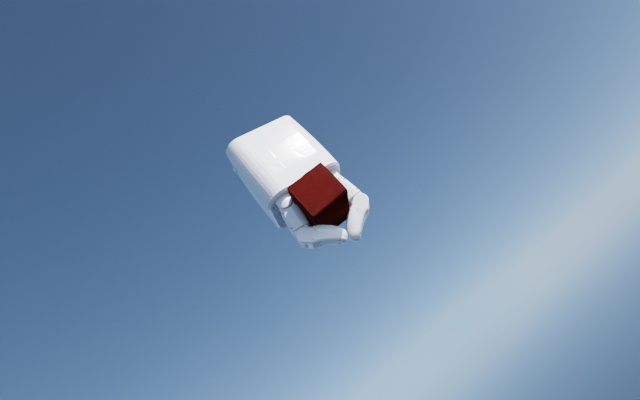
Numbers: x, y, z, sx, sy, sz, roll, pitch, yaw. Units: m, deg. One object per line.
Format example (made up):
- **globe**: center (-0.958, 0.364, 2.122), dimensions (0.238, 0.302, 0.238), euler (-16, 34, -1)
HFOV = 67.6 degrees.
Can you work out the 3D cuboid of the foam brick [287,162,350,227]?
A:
- **foam brick**: center (0.000, 0.002, 0.579), dimensions (0.053, 0.051, 0.078), euler (-37, -23, -10)
